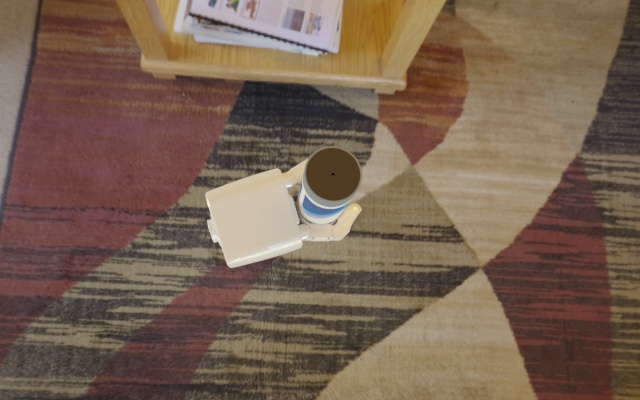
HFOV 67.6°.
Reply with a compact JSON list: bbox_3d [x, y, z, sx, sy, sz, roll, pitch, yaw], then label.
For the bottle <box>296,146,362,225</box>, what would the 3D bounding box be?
[{"bbox_3d":[0.000,0.002,0.680,0.069,0.069,0.296,0,-13,-6],"label":"bottle"}]
